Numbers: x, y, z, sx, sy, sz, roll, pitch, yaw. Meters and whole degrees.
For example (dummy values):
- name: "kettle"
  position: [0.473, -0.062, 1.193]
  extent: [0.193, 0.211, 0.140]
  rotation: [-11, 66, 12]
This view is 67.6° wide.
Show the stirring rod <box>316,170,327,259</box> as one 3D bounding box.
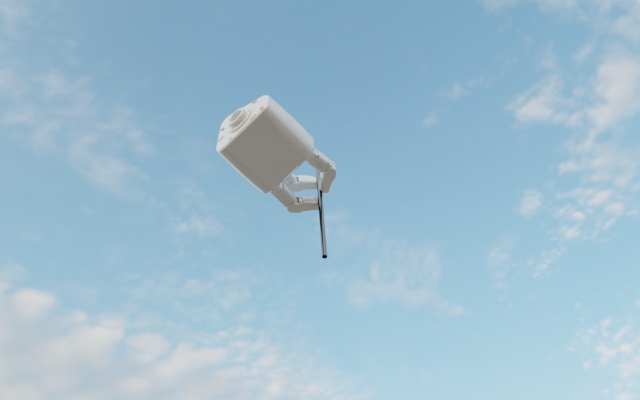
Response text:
- name: "stirring rod"
  position: [0.000, 0.003, 0.780]
  extent: [0.011, 0.011, 0.239]
  rotation: [0, 41, -4]
